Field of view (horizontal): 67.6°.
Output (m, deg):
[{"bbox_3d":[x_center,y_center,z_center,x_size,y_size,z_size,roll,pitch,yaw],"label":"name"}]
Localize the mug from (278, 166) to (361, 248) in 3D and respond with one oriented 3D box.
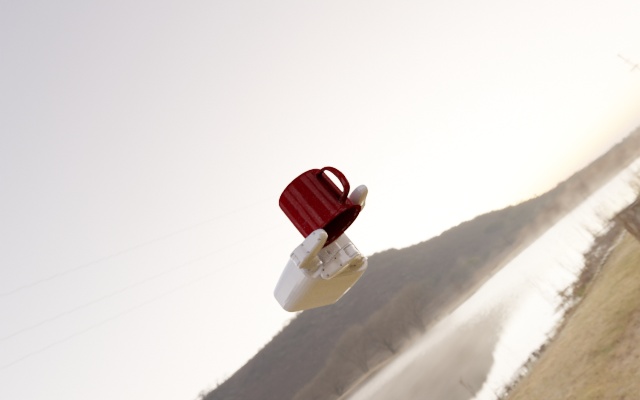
[{"bbox_3d":[0.000,0.001,0.651,0.093,0.081,0.117,-23,-27,-42],"label":"mug"}]
